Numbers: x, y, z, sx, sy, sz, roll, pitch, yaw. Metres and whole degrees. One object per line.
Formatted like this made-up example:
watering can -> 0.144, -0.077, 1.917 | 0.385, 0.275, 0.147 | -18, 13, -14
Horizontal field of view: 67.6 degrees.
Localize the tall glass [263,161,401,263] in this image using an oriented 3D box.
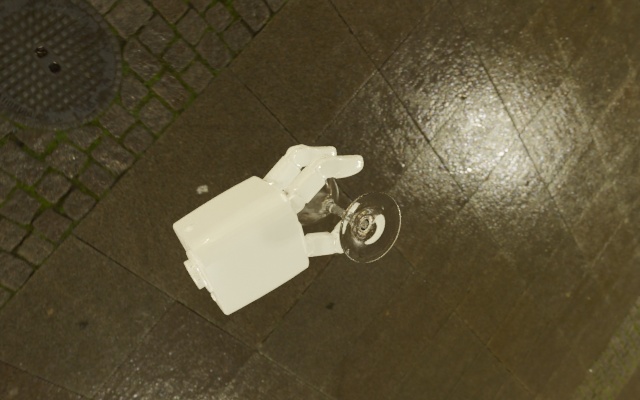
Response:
tall glass -> 0.001, 0.002, 0.552 | 0.079, 0.079, 0.201 | 0, 15, -31
